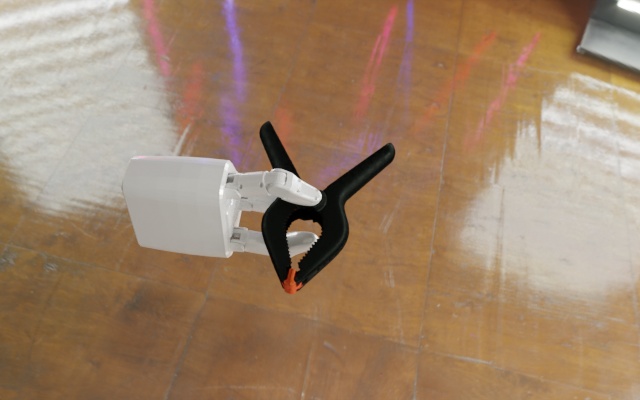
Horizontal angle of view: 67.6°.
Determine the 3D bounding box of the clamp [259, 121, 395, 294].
[{"bbox_3d":[0.000,0.002,0.529,0.164,0.209,0.036,4,-31,3],"label":"clamp"}]
